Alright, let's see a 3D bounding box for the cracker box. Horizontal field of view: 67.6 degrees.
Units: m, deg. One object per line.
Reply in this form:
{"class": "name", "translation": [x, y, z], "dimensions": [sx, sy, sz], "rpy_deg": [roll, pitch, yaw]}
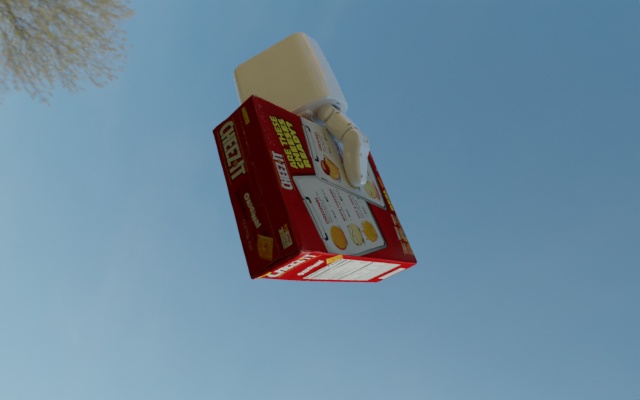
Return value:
{"class": "cracker box", "translation": [0.000, 0.002, 0.510], "dimensions": [0.072, 0.164, 0.214], "rpy_deg": [-33, -27, 29]}
